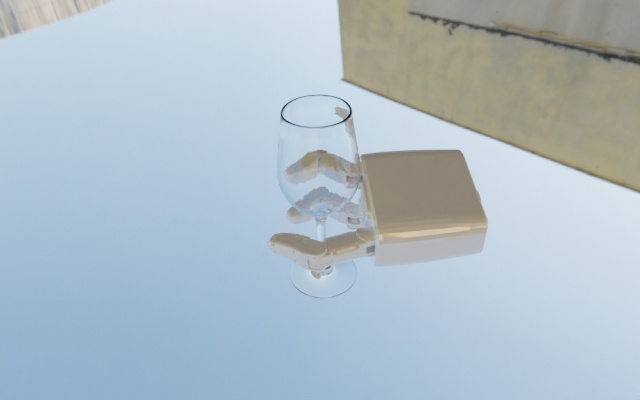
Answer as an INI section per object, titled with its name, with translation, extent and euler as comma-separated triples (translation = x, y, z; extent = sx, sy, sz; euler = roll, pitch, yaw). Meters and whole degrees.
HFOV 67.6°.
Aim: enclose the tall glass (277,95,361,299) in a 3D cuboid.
[tall glass]
translation = 0.000, 0.002, 0.468
extent = 0.079, 0.201, 0.079
euler = -2, 38, 2
